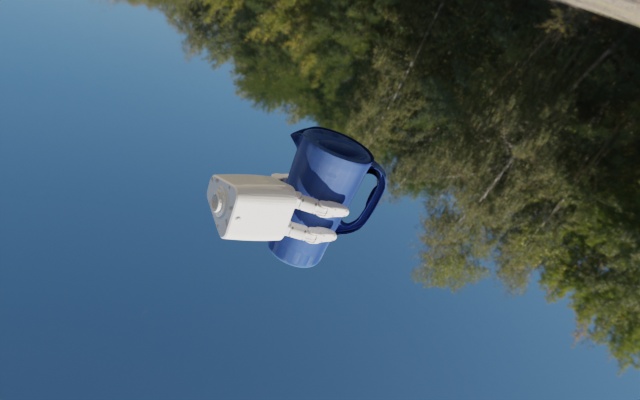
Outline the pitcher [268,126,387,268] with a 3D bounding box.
[{"bbox_3d":[0.000,0.003,0.864,0.145,0.243,0.149,1,32,-38],"label":"pitcher"}]
